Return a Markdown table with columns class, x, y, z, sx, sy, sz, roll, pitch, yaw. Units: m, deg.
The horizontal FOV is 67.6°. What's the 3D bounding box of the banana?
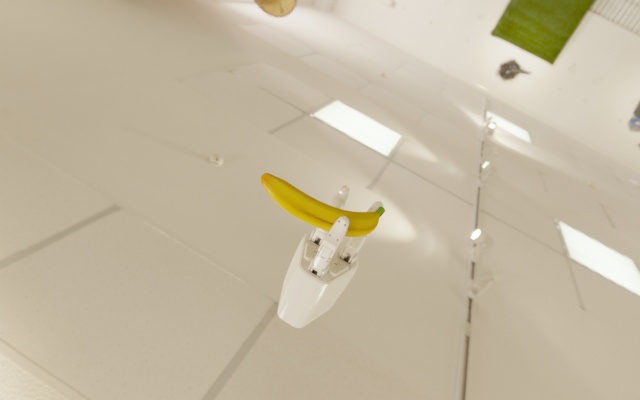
| class | x | y | z | sx | sy | sz | roll | pitch | yaw |
| --- | --- | --- | --- | --- | --- | --- | --- | --- | --- |
| banana | 0.004 | 0.014 | 0.692 | 0.198 | 0.037 | 0.069 | 18 | 31 | -15 |
